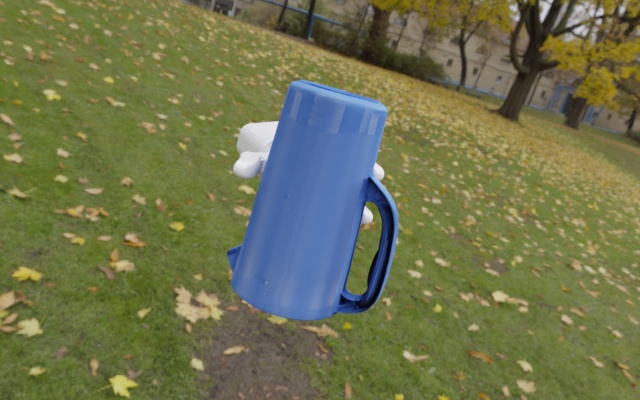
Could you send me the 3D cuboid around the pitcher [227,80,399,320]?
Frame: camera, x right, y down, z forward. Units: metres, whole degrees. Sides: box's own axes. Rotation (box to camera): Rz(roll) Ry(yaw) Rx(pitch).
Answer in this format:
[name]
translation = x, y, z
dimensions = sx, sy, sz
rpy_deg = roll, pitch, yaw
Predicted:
[pitcher]
translation = 0.000, 0.002, 0.528
dimensions = 0.149, 0.243, 0.145
rpy_deg = 8, 16, -26
